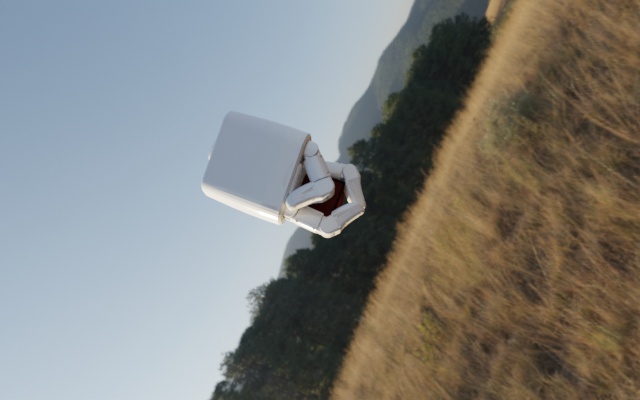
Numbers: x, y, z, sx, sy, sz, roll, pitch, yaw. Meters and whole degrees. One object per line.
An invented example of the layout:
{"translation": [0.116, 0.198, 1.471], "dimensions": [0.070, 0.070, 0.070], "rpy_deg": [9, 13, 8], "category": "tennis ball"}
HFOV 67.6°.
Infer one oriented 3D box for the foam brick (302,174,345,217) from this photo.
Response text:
{"translation": [0.000, 0.002, 0.629], "dimensions": [0.051, 0.053, 0.078], "rpy_deg": [18, -16, 6], "category": "foam brick"}
